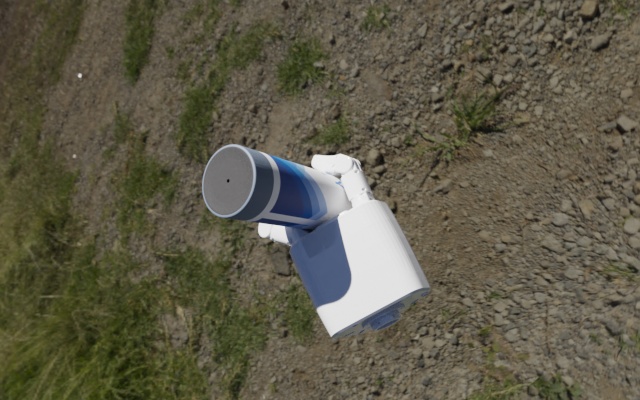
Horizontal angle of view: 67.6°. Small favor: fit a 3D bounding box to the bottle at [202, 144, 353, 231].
[{"bbox_3d":[0.000,0.002,0.543,0.069,0.069,0.296,0,-8,34],"label":"bottle"}]
